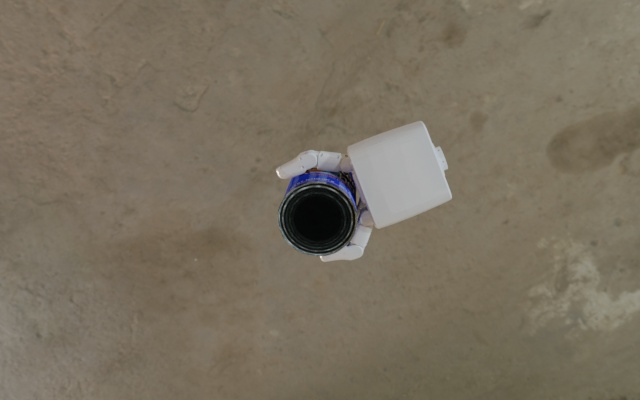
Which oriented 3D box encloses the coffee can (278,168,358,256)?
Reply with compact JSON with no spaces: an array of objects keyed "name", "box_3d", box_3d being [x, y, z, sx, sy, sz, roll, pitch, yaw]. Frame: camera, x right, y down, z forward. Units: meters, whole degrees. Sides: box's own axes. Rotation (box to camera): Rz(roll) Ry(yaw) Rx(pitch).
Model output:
[{"name":"coffee can","box_3d":[0.000,0.002,0.670,0.103,0.103,0.140,0,19,4]}]
